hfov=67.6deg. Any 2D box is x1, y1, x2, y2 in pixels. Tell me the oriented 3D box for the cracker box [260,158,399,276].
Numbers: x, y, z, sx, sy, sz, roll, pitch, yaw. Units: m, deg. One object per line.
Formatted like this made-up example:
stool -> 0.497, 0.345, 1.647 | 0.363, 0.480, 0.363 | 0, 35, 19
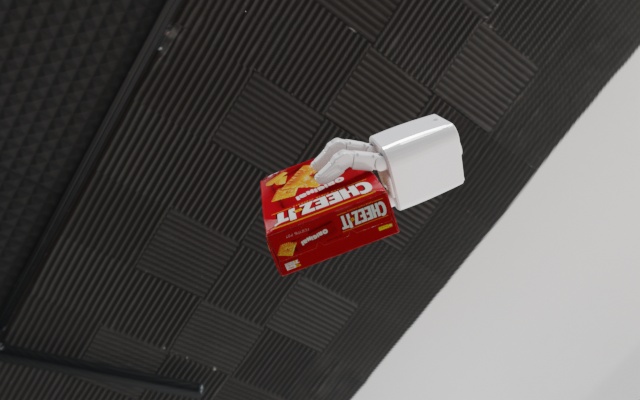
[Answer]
cracker box -> 0.000, 0.002, 0.693 | 0.164, 0.072, 0.213 | -21, 23, 0
